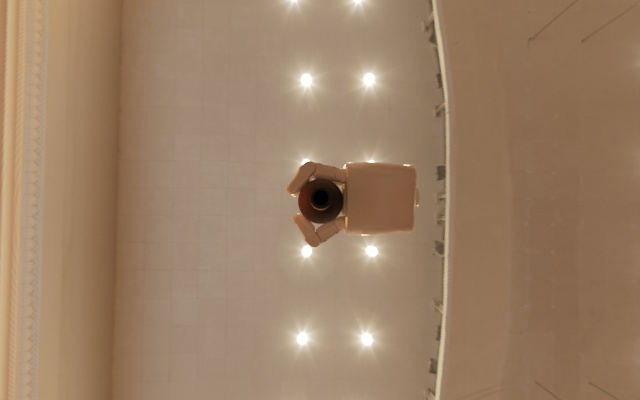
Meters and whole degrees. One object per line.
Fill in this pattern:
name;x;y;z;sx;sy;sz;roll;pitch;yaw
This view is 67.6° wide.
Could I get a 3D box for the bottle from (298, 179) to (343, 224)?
bottle;0.000;0.002;0.733;0.069;0.069;0.296;0;-2;0
